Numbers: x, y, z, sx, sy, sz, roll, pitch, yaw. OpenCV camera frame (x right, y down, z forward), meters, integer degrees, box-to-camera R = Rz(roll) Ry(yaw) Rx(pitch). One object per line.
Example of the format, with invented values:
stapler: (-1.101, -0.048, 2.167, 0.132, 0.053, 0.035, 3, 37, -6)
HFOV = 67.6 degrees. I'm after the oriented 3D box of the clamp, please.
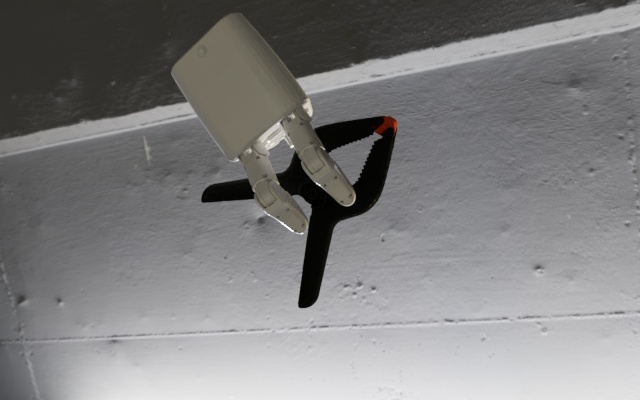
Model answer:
clamp: (0.001, 0.001, 0.473, 0.210, 0.164, 0.036, -36, 2, 20)
